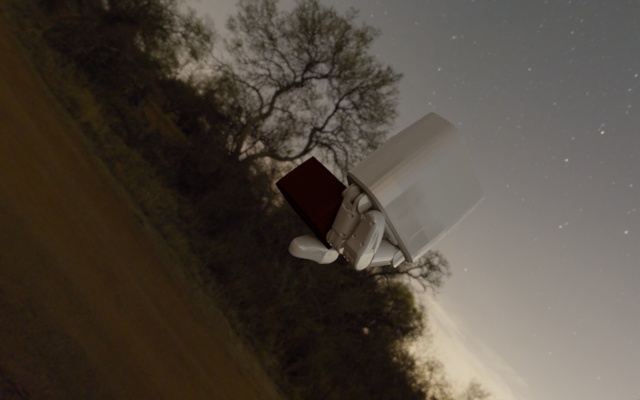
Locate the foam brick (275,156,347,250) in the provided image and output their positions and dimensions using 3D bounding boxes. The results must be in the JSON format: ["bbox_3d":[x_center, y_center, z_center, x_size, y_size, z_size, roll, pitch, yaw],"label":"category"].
[{"bbox_3d":[0.000,0.001,0.502,0.078,0.051,0.053,46,-8,39],"label":"foam brick"}]
